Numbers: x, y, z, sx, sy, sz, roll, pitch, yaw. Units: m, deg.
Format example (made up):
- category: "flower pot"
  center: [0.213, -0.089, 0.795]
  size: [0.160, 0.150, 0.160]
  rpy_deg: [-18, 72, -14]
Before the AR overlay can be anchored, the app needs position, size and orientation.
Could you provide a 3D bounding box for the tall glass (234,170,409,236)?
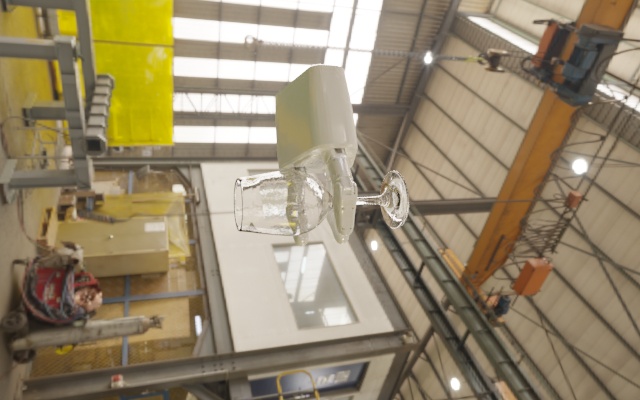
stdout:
- category: "tall glass"
  center: [0.001, 0.002, 0.576]
  size: [0.201, 0.079, 0.079]
  rpy_deg: [-2, 1, -19]
